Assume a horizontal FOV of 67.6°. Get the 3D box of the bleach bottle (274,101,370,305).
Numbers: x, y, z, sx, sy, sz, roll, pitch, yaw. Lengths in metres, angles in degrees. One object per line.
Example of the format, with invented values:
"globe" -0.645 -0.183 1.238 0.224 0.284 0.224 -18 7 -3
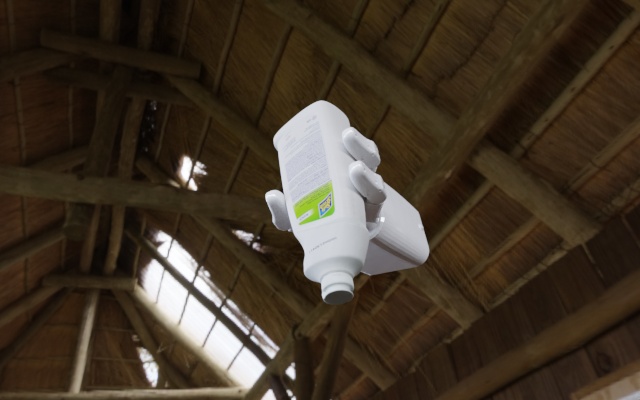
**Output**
"bleach bottle" 0.000 0.002 0.537 0.068 0.250 0.102 30 -52 -35
